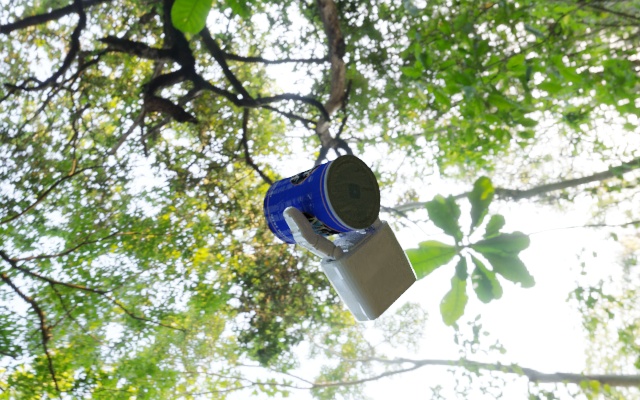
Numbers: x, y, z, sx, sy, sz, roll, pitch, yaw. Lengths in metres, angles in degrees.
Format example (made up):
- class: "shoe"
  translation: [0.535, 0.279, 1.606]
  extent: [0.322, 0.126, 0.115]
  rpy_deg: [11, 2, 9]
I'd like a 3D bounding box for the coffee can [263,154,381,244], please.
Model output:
- class: "coffee can"
  translation: [0.000, 0.002, 0.680]
  extent: [0.103, 0.103, 0.140]
  rpy_deg: [0, -12, -43]
